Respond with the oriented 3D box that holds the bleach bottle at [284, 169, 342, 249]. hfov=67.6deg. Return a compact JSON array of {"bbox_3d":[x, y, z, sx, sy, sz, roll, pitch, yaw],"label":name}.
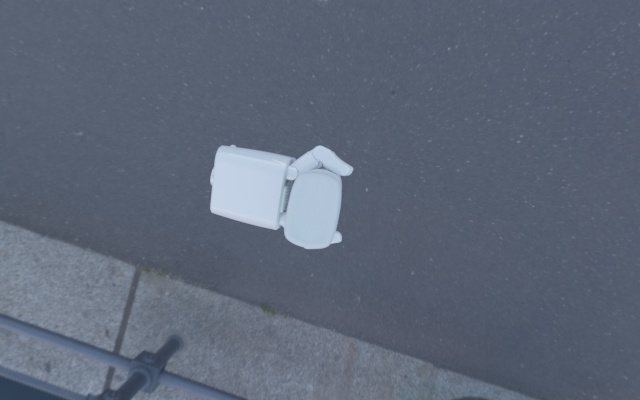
[{"bbox_3d":[0.000,0.002,0.733,0.068,0.102,0.251,11,5,4],"label":"bleach bottle"}]
